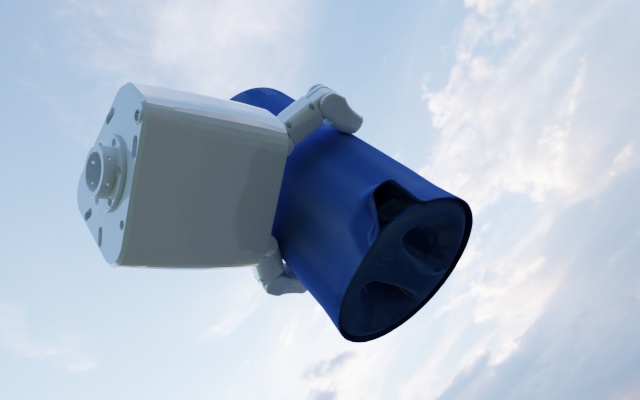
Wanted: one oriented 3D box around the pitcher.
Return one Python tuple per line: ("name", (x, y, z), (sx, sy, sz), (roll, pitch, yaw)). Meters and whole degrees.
("pitcher", (0.000, 0.001, 0.426), (0.145, 0.149, 0.242), (4, 29, -45))
